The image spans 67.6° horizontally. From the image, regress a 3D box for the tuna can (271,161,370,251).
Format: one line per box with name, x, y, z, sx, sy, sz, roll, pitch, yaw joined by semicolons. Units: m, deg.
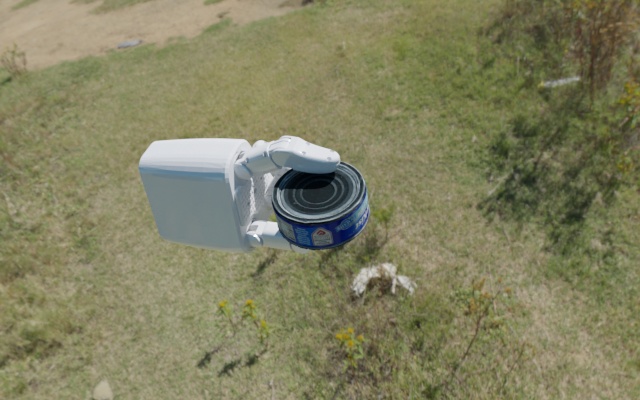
tuna can;0.000;0.001;0.426;0.086;0.034;0.086;-6;43;5
